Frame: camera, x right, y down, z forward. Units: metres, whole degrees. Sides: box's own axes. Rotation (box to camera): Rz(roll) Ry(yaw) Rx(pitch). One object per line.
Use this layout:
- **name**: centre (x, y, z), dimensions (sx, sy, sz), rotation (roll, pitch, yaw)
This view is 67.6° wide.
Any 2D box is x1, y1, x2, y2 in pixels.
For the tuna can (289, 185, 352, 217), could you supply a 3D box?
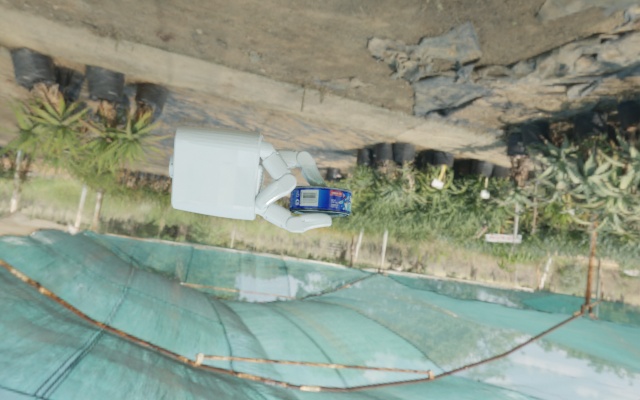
- **tuna can**: centre (0.000, 0.003, 0.659), dimensions (0.086, 0.033, 0.086), rotation (3, -7, 0)
